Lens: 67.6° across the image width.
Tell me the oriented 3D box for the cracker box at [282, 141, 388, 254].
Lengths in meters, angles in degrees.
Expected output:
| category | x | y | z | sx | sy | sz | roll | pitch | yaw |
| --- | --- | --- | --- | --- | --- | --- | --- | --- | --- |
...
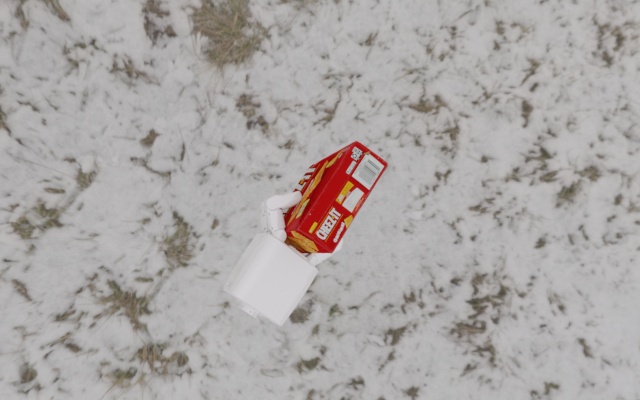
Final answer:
| category | x | y | z | sx | sy | sz | roll | pitch | yaw |
| --- | --- | --- | --- | --- | --- | --- | --- | --- | --- |
| cracker box | 0.000 | 0.003 | 0.779 | 0.072 | 0.164 | 0.214 | 36 | -16 | -12 |
